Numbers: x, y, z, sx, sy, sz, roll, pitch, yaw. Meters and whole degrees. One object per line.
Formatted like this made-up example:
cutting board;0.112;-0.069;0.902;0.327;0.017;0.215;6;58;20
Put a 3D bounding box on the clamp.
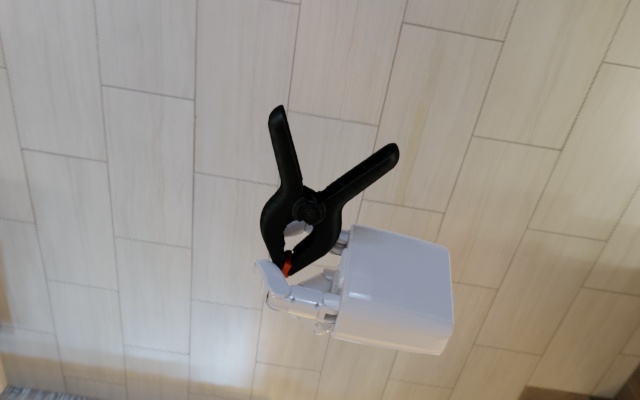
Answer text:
clamp;0.000;0.002;0.449;0.120;0.172;0.039;12;30;-1
